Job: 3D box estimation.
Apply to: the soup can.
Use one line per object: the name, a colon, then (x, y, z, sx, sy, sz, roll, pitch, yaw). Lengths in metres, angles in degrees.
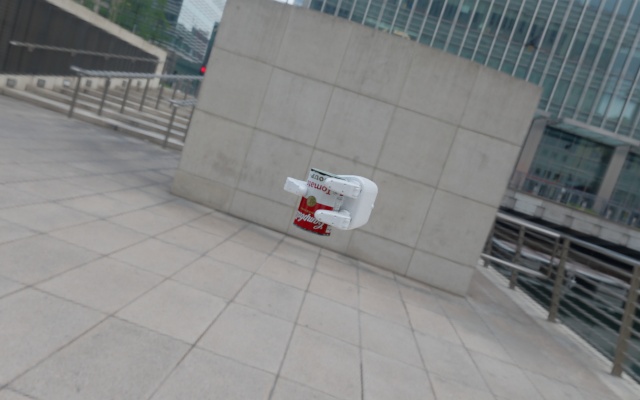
soup can: (0.000, 0.002, 0.818, 0.068, 0.102, 0.068, 18, 6, -2)
